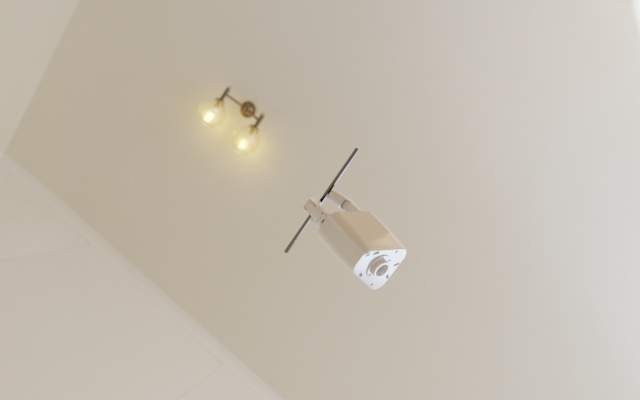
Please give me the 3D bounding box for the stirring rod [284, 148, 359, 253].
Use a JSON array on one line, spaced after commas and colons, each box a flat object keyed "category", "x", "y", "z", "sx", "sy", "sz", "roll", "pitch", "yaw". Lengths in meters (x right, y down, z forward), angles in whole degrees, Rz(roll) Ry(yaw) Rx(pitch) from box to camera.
[{"category": "stirring rod", "x": 0.000, "y": 0.003, "z": 0.889, "sx": 0.011, "sy": 0.239, "sz": 0.011, "roll": 33, "pitch": 13, "yaw": -9}]
